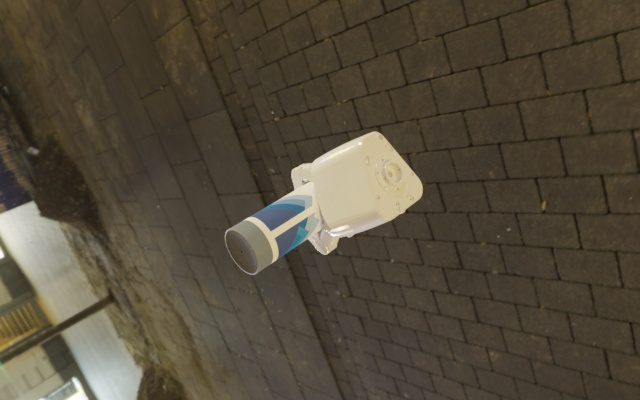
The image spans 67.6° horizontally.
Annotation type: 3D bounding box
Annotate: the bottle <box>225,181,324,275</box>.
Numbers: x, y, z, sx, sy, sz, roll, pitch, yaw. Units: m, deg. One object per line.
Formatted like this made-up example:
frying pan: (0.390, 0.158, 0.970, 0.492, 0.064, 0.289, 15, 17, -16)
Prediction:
bottle: (0.000, 0.002, 0.689, 0.295, 0.069, 0.069, -32, 20, -36)
